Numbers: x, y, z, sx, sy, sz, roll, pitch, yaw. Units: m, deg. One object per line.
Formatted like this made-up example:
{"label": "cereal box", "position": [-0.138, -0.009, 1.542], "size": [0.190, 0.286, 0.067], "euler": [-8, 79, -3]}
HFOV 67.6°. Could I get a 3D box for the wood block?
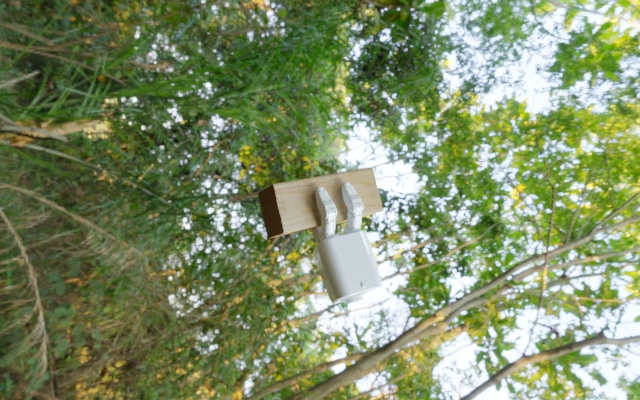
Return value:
{"label": "wood block", "position": [0.000, 0.003, 0.898], "size": [0.206, 0.090, 0.091], "euler": [-11, -5, -27]}
